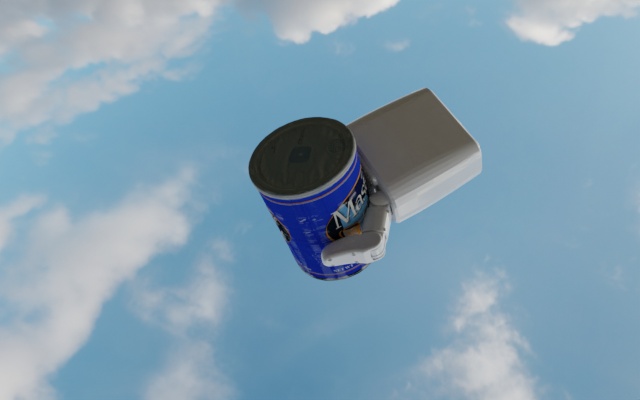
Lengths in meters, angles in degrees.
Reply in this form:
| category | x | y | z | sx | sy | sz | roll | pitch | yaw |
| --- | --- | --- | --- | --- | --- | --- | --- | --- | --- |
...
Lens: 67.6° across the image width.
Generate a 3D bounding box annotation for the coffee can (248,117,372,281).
| category | x | y | z | sx | sy | sz | roll | pitch | yaw |
| --- | --- | --- | --- | --- | --- | --- | --- | --- | --- |
| coffee can | 0.000 | 0.002 | 0.487 | 0.103 | 0.102 | 0.140 | 0 | -40 | 21 |
